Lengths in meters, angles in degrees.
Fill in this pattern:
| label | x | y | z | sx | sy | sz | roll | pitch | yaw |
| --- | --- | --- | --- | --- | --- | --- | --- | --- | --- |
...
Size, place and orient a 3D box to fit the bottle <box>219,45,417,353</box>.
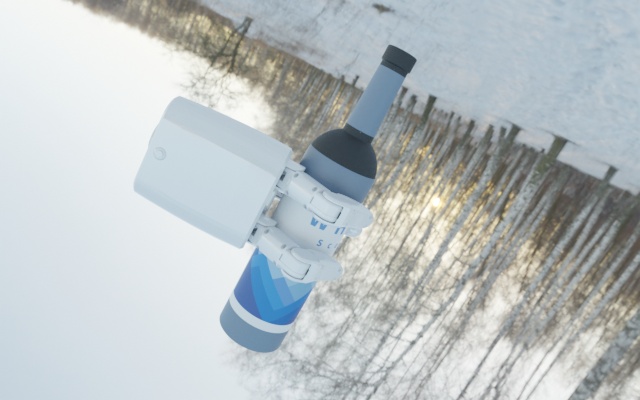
| label | x | y | z | sx | sy | sz | roll | pitch | yaw |
| --- | --- | --- | --- | --- | --- | --- | --- | --- | --- |
| bottle | 0.000 | 0.002 | 0.433 | 0.069 | 0.296 | 0.069 | 27 | 14 | -7 |
